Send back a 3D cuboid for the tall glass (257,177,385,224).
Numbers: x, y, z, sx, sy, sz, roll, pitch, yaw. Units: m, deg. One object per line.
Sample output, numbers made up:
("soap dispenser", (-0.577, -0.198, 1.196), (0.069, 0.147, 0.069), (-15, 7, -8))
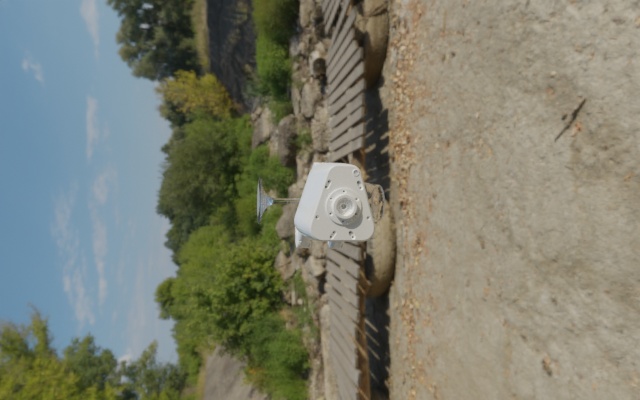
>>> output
("tall glass", (-0.001, 0.002, 0.777), (0.201, 0.079, 0.079), (1, 0, -12))
